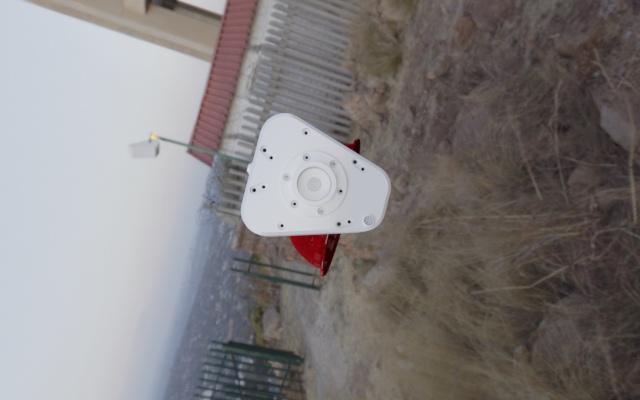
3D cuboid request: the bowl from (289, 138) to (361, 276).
[{"bbox_3d":[0.000,0.002,0.549,0.055,0.162,0.162,14,2,8],"label":"bowl"}]
